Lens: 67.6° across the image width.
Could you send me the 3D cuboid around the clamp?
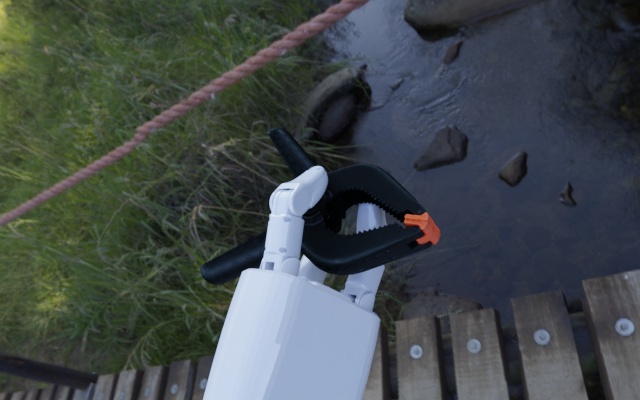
[{"bbox_3d":[0.000,0.001,0.403,0.210,0.164,0.036,0,-28,35],"label":"clamp"}]
